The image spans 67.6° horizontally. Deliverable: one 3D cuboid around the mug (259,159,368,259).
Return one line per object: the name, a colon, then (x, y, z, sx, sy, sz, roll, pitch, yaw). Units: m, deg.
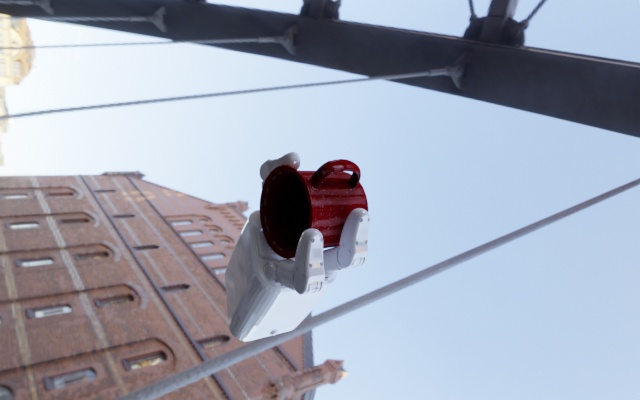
mug: (0.001, 0.001, 0.490, 0.081, 0.093, 0.117, -3, -42, -38)
